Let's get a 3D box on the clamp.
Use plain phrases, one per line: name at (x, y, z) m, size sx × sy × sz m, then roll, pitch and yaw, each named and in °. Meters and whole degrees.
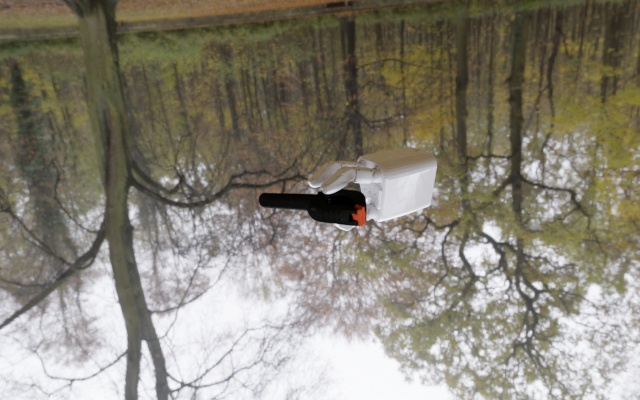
clamp at (0.001, 0.003, 0.770) m, size 0.164 × 0.036 × 0.210 m, roll -15°, pitch 21°, yaw -19°
